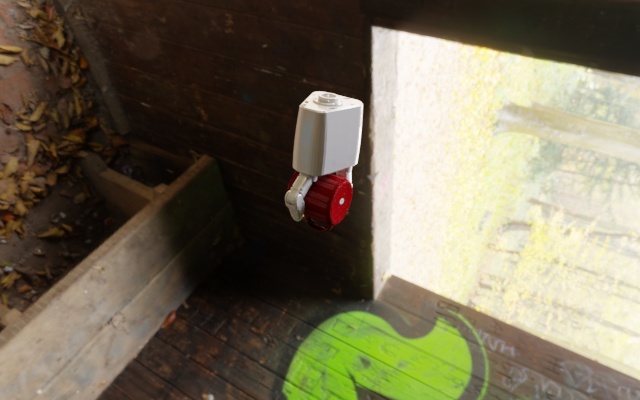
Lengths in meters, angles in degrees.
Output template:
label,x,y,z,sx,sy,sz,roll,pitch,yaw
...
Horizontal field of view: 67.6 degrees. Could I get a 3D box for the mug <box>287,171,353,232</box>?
label,x,y,z,sx,sy,sz,roll,pitch,yaw
mug,0.000,0.004,0.809,0.081,0.117,0.093,20,32,25
